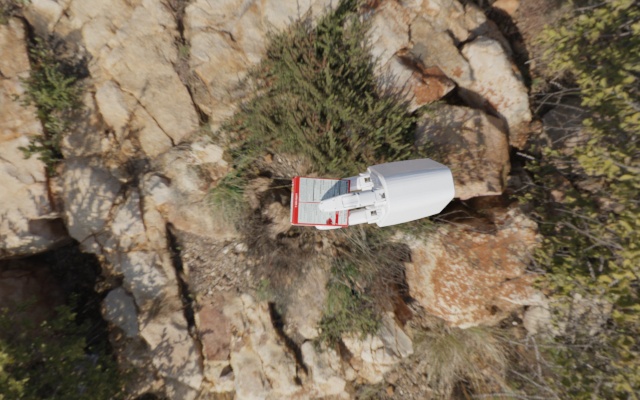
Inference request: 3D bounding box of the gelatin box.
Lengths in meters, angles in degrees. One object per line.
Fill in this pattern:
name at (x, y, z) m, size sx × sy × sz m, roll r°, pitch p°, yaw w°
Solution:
gelatin box at (0.000, 0.002, 0.732) m, size 0.089 × 0.073 × 0.030 m, roll 3°, pitch -2°, yaw -11°
